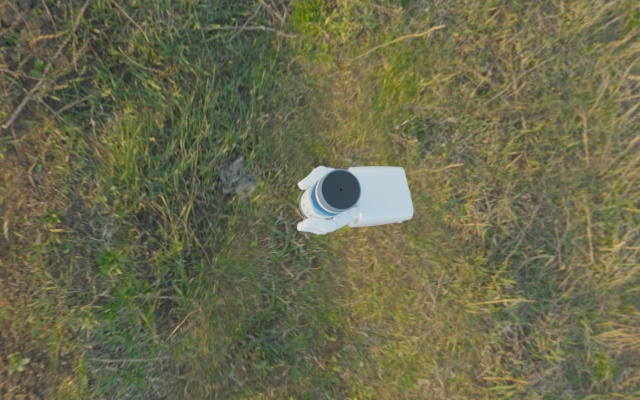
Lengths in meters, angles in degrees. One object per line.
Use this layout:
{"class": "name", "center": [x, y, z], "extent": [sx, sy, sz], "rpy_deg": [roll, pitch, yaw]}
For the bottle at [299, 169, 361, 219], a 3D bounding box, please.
{"class": "bottle", "center": [0.000, 0.003, 0.883], "extent": [0.069, 0.069, 0.296], "rpy_deg": [0, -8, -13]}
